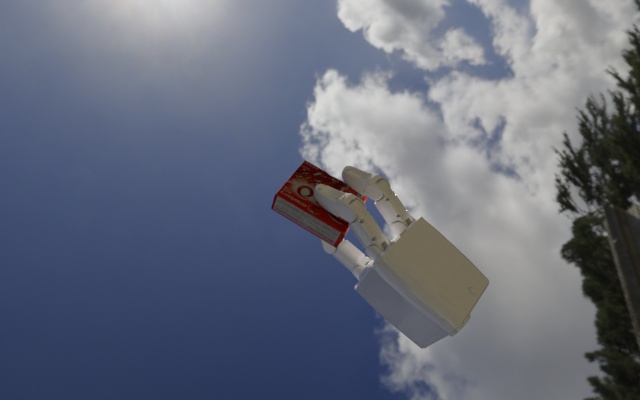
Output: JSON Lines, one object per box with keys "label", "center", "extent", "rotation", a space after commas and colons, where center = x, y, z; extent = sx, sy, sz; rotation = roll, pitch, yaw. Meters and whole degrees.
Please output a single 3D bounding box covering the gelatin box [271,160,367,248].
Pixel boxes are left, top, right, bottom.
{"label": "gelatin box", "center": [0.000, 0.002, 0.548], "extent": [0.089, 0.030, 0.073], "rotation": [30, 45, 6]}
